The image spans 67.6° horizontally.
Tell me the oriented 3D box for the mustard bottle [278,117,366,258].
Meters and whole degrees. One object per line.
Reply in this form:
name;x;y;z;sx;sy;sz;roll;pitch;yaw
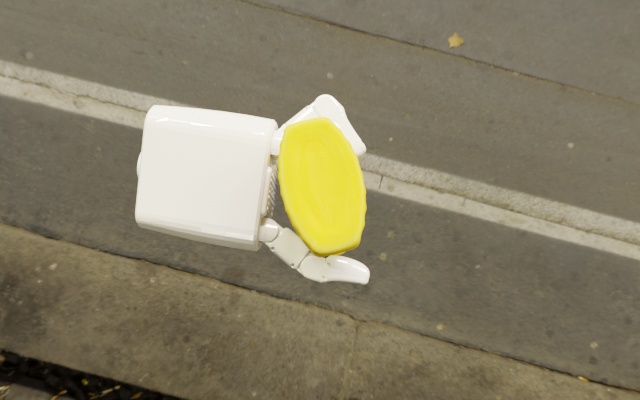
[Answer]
mustard bottle;0.000;0.001;0.413;0.058;0.096;0.191;-15;-8;-3
